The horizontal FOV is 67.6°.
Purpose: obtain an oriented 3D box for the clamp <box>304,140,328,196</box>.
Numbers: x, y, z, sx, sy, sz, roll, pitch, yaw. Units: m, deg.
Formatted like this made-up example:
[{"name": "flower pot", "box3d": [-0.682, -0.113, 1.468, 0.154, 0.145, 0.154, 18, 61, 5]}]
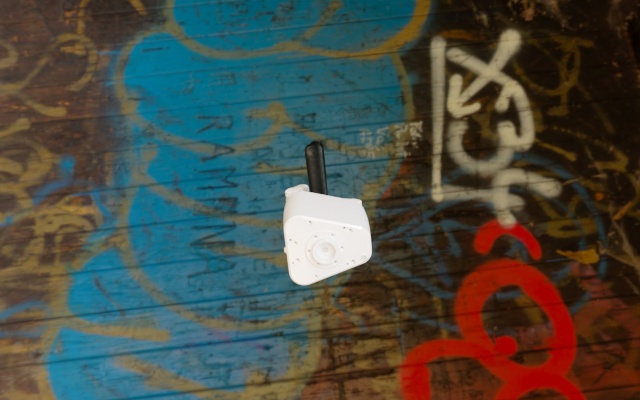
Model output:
[{"name": "clamp", "box3d": [0.001, 0.003, 0.757, 0.036, 0.210, 0.164, -5, 16, 3]}]
